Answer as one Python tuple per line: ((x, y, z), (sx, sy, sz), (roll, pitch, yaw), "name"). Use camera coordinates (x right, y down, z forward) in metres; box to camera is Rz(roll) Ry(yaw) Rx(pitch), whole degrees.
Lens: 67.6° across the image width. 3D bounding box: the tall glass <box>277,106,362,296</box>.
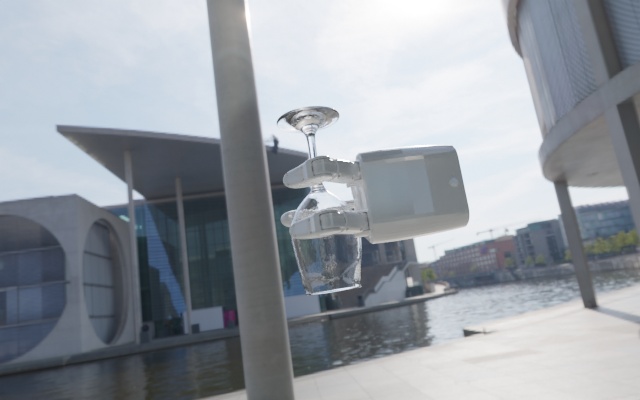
((0.000, 0.001, 0.536), (0.079, 0.201, 0.079), (-8, -12, -2), "tall glass")
